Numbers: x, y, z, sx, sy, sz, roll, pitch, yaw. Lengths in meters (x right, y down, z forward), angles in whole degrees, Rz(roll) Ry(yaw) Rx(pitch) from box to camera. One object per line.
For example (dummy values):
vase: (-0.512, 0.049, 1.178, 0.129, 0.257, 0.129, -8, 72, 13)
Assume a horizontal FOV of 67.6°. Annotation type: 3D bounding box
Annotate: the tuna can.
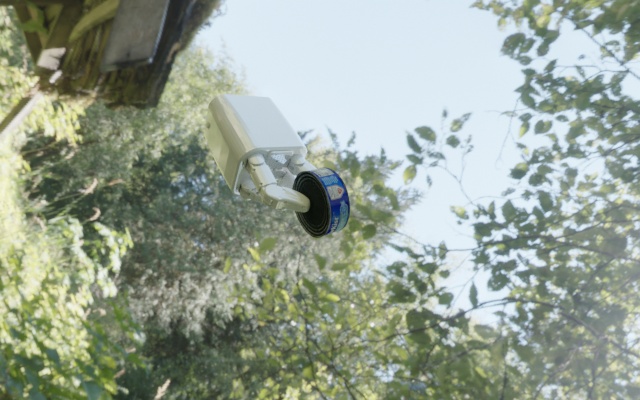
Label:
tuna can: (0.001, 0.002, 0.605, 0.034, 0.086, 0.086, -14, 7, -31)
